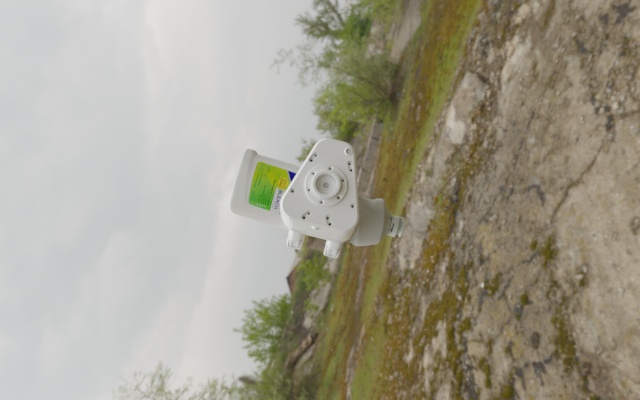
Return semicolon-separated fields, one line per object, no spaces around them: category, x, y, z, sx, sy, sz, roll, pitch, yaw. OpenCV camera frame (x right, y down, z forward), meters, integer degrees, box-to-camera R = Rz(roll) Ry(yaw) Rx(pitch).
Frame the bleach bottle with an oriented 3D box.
bleach bottle;0.000;0.002;0.704;0.251;0.102;0.068;14;-9;2
